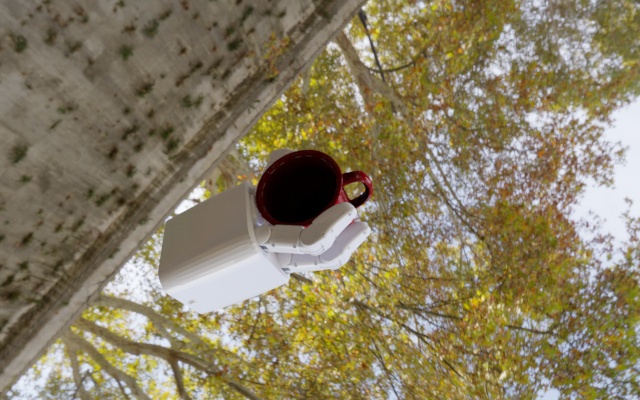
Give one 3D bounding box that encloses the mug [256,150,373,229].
[{"bbox_3d":[0.001,0.001,0.512,0.117,0.093,0.081,-22,-35,6],"label":"mug"}]
